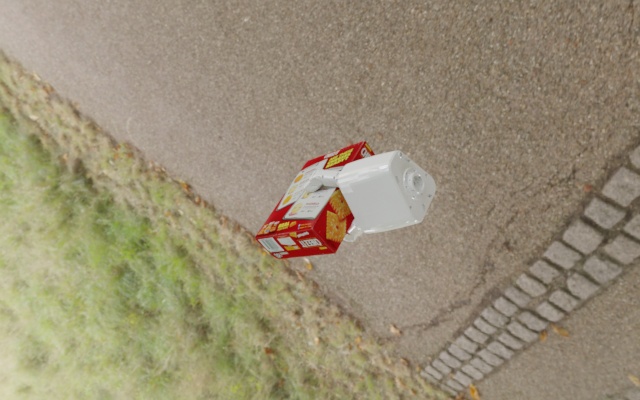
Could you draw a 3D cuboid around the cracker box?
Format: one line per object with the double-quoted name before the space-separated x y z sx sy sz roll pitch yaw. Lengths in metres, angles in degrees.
"cracker box" 0.000 0.003 0.863 0.164 0.213 0.072 -14 -54 47
